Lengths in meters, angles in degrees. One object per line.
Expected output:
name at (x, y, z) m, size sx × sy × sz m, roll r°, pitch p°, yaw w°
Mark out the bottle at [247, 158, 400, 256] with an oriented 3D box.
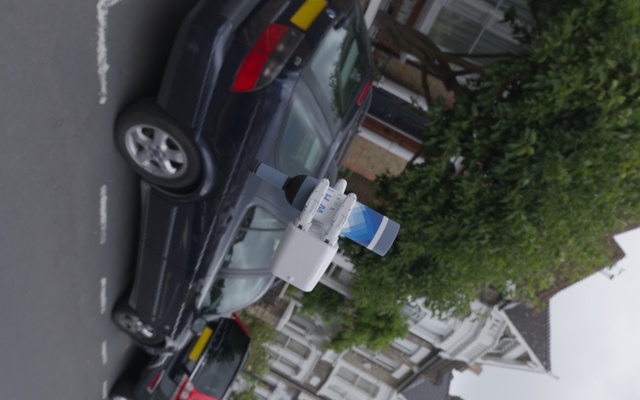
bottle at (0.000, 0.003, 0.881) m, size 0.296 × 0.069 × 0.069 m, roll 28°, pitch 1°, yaw 2°
